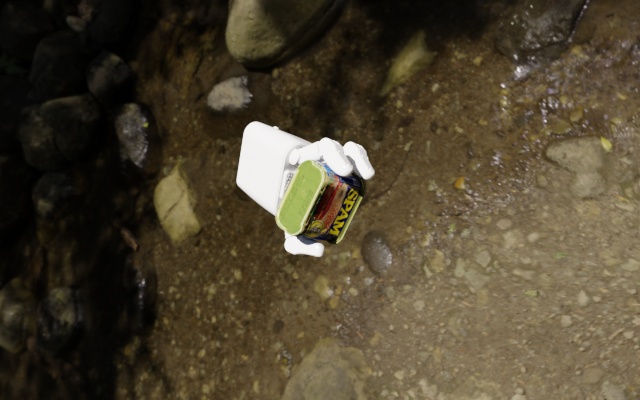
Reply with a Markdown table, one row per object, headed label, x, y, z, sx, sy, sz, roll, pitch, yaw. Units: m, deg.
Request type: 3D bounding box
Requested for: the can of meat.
| label | x | y | z | sx | sy | sz | roll | pitch | yaw |
| --- | --- | --- | --- | --- | --- | --- | --- | --- | --- |
| can of meat | 0.000 | 0.002 | 0.621 | 0.084 | 0.102 | 0.057 | 13 | 16 | -48 |
